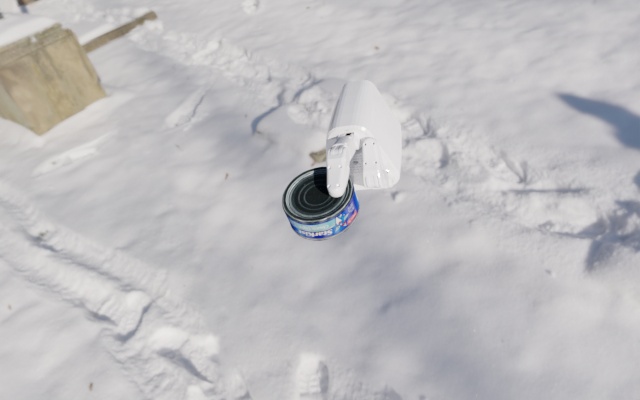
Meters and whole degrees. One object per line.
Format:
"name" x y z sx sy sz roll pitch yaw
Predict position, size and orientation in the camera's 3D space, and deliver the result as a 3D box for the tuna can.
"tuna can" 0.000 0.001 0.547 0.086 0.086 0.034 0 -40 19
